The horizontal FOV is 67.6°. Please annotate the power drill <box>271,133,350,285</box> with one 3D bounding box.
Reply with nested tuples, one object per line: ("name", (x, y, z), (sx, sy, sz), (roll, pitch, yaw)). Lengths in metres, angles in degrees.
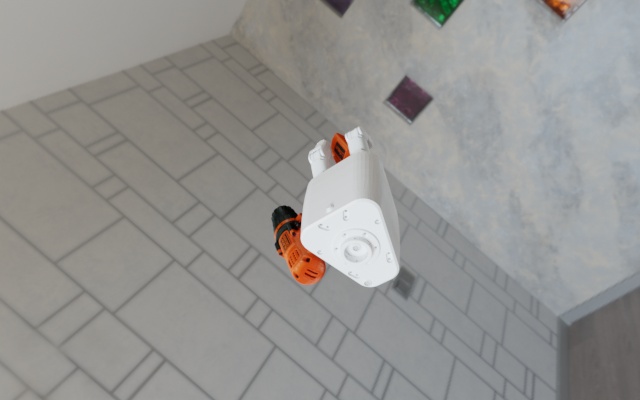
("power drill", (0.000, 0.002, 0.672), (0.057, 0.188, 0.184), (25, 15, -28))
